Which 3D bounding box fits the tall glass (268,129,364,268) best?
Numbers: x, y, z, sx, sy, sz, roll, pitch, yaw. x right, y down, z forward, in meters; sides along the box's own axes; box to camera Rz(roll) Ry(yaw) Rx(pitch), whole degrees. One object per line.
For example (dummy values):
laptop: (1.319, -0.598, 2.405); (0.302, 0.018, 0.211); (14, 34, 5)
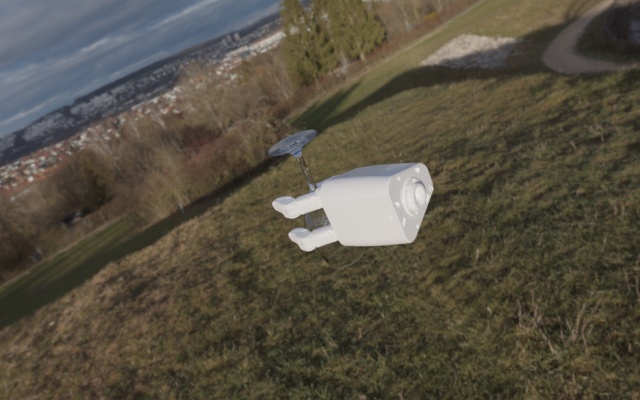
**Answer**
tall glass: (0.000, 0.002, 0.700); (0.079, 0.201, 0.079); (-21, 22, 9)
